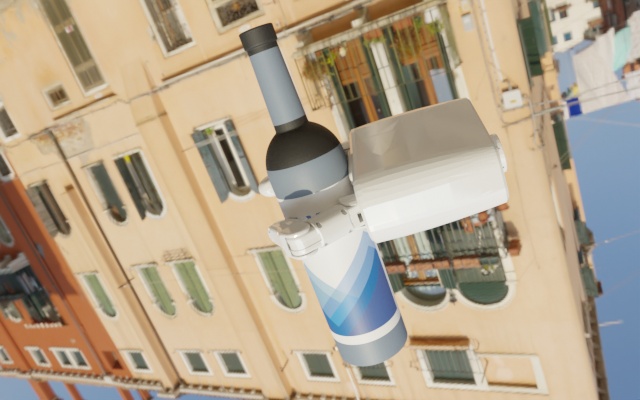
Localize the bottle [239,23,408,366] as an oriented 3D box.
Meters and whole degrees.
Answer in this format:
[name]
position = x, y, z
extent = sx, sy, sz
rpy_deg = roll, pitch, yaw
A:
[bottle]
position = 0.000, 0.002, 0.405
extent = 0.069, 0.296, 0.069
rpy_deg = -19, 17, 6
